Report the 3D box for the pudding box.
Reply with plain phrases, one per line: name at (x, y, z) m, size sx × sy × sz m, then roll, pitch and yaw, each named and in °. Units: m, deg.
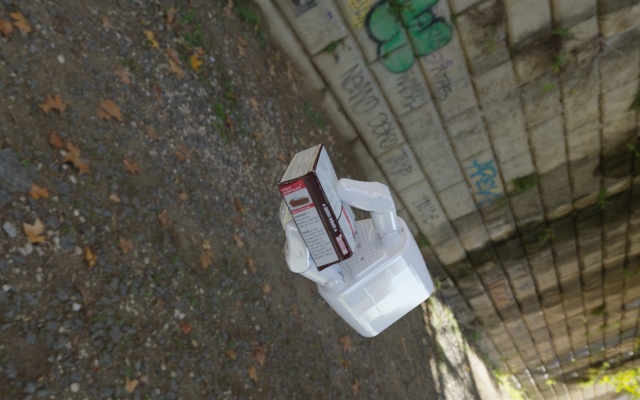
pudding box at (0.000, 0.001, 0.459) m, size 0.039 × 0.090 × 0.113 m, roll -23°, pitch 15°, yaw 10°
